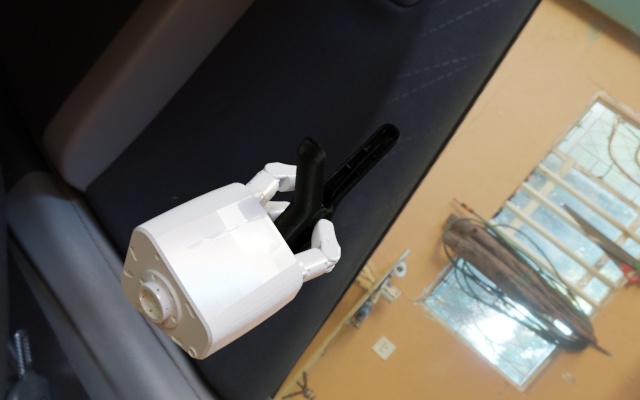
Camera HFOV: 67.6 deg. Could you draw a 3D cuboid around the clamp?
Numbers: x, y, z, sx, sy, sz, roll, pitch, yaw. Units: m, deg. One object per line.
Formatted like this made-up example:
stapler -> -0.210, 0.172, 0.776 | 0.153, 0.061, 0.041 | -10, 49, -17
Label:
clamp -> 0.000, 0.003, 0.514 | 0.036, 0.210, 0.164 | 45, 40, 19
